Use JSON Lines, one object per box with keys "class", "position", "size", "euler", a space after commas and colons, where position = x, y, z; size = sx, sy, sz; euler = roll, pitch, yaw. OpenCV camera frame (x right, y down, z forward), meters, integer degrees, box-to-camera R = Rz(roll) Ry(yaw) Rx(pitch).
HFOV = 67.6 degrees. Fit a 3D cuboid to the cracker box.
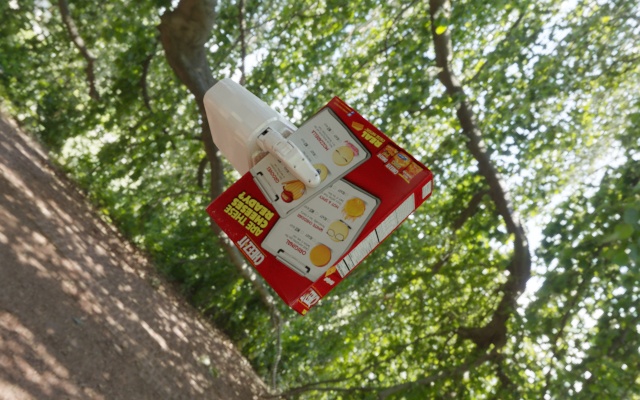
{"class": "cracker box", "position": [0.000, 0.002, 0.567], "size": [0.164, 0.213, 0.072], "euler": [44, -8, 27]}
